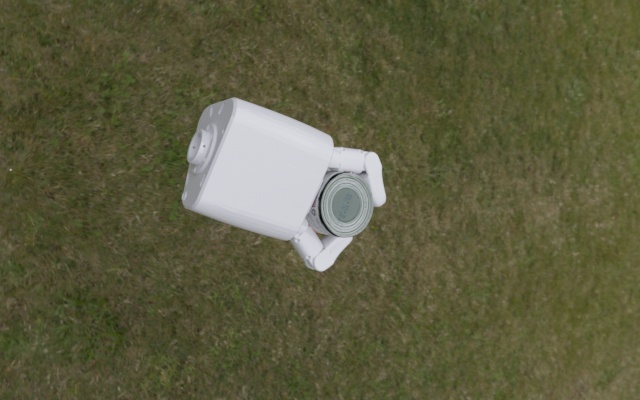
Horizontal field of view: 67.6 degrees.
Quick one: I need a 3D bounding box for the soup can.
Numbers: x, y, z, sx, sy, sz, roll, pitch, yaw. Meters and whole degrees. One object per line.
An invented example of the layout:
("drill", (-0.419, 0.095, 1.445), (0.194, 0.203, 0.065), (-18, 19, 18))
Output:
("soup can", (0.001, 0.002, 0.514), (0.068, 0.068, 0.102), (0, 3, -33))
